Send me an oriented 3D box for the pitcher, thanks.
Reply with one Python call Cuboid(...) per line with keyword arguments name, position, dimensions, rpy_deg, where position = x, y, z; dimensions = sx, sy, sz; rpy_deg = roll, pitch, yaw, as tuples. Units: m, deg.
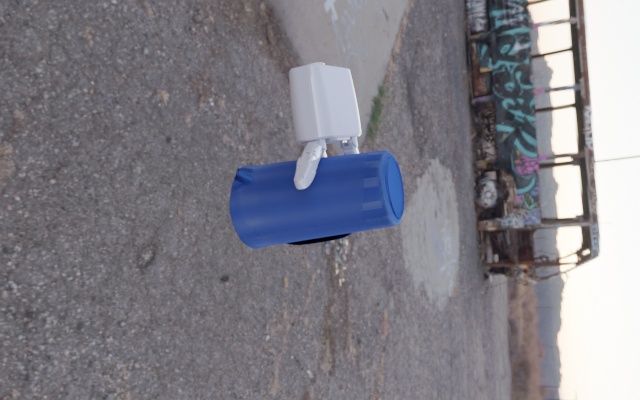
Cuboid(name="pitcher", position=(0.000, 0.002, 0.725), dimensions=(0.243, 0.145, 0.149), rpy_deg=(-7, 4, 23))
